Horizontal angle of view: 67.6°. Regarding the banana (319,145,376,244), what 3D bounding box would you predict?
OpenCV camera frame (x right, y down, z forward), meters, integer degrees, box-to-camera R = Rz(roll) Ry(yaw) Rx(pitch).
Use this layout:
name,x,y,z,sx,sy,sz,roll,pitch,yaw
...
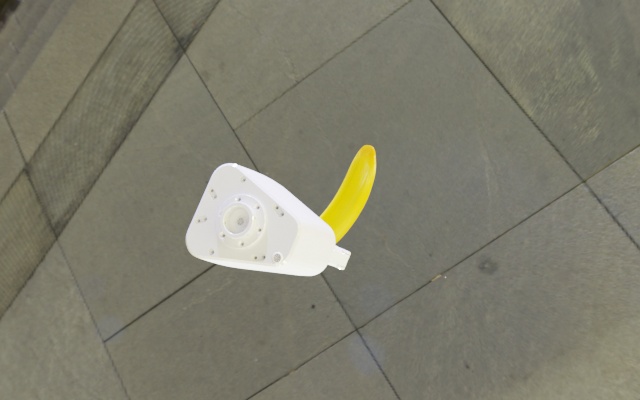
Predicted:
name,x,y,z,sx,sy,sz,roll,pitch,yaw
banana,0.009,0.017,0.596,0.198,0.069,0.037,-43,-22,5
